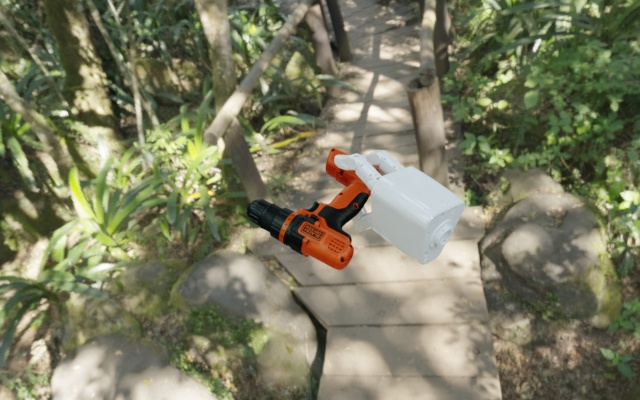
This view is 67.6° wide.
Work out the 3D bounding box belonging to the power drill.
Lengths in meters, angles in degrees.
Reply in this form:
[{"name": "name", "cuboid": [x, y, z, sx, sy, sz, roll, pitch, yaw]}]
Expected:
[{"name": "power drill", "cuboid": [0.001, 0.002, 0.768, 0.184, 0.187, 0.057, 28, -29, 15]}]
